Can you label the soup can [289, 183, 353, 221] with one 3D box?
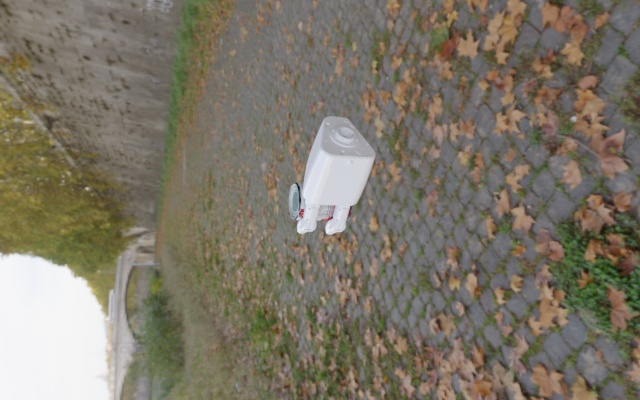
[{"bbox_3d":[0.000,0.003,0.866,0.102,0.068,0.068,2,-1,-19],"label":"soup can"}]
